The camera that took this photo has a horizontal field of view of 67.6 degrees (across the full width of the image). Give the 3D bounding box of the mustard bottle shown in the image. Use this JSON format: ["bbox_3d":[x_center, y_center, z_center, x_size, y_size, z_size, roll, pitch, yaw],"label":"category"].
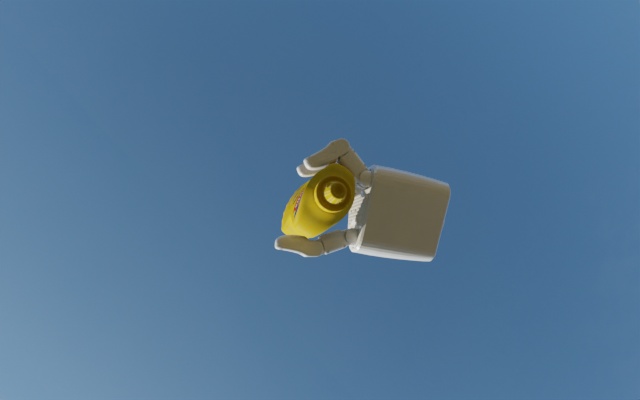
[{"bbox_3d":[0.000,0.002,0.596,0.058,0.096,0.191,36,-13,-6],"label":"mustard bottle"}]
